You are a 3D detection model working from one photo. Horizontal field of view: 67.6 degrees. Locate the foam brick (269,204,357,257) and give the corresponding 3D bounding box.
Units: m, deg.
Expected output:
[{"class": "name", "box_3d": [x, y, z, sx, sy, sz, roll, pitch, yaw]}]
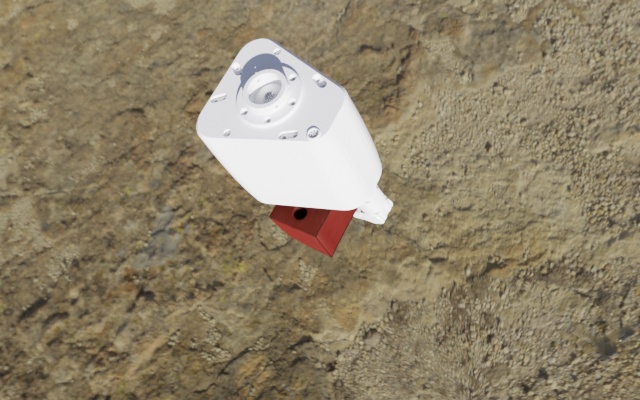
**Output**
[{"class": "foam brick", "box_3d": [0.000, 0.002, 0.437, 0.053, 0.078, 0.051, 22, -14, 27]}]
